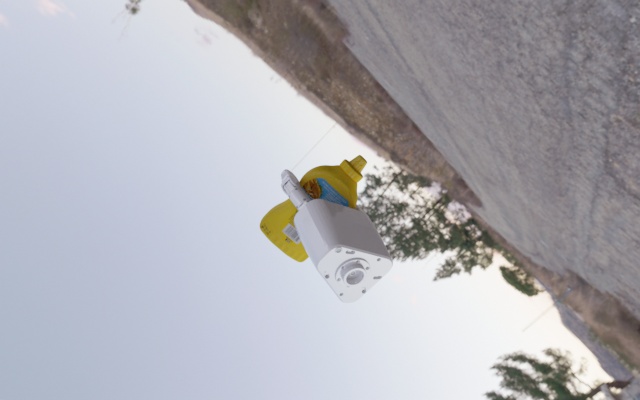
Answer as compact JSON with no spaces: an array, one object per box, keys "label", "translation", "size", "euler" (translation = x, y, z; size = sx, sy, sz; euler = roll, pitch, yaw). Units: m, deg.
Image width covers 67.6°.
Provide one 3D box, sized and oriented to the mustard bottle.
[{"label":"mustard bottle","translation":[0.000,0.002,0.746],"size":[0.096,0.192,0.058],"euler":[42,13,-10]}]
